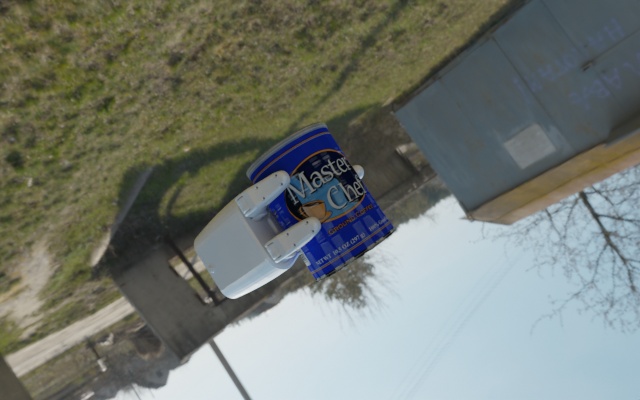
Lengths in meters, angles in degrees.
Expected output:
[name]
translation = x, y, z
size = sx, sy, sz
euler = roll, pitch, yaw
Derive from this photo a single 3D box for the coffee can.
[coffee can]
translation = 0.000, 0.001, 0.519
size = 0.103, 0.140, 0.103
euler = -33, -4, -3
